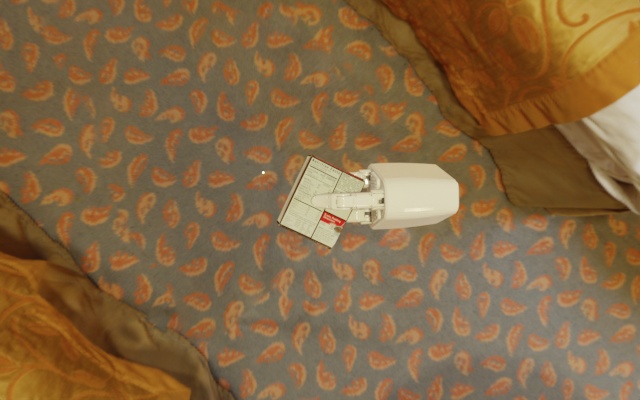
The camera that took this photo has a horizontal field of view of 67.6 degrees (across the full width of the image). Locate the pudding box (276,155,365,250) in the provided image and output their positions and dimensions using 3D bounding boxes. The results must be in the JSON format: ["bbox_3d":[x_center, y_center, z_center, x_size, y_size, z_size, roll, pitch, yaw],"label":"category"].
[{"bbox_3d":[0.000,0.002,0.689,0.090,0.113,0.039,26,-1,-9],"label":"pudding box"}]
